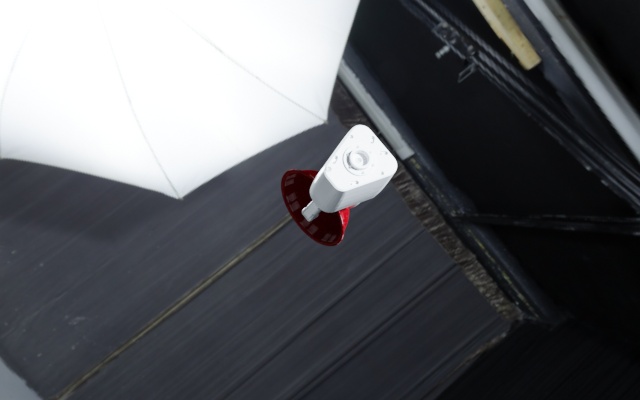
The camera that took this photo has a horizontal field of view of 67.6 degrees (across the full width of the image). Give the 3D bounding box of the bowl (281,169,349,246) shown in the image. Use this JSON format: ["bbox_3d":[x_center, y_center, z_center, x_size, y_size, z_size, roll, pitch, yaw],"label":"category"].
[{"bbox_3d":[0.000,0.003,0.882,0.055,0.162,0.162,-35,20,-31],"label":"bowl"}]
